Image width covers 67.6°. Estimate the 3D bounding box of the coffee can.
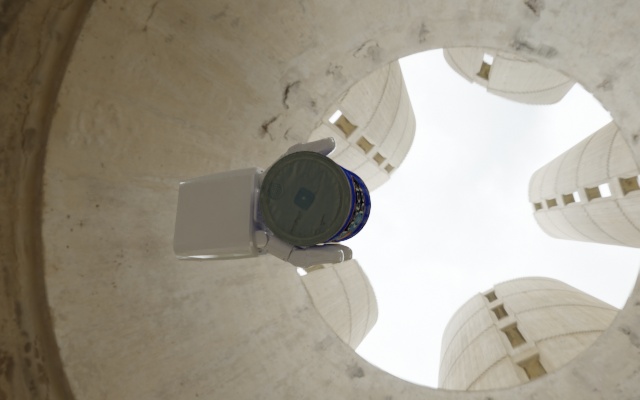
[{"bbox_3d":[0.000,0.002,0.575,0.103,0.103,0.140,0,-3,15],"label":"coffee can"}]
